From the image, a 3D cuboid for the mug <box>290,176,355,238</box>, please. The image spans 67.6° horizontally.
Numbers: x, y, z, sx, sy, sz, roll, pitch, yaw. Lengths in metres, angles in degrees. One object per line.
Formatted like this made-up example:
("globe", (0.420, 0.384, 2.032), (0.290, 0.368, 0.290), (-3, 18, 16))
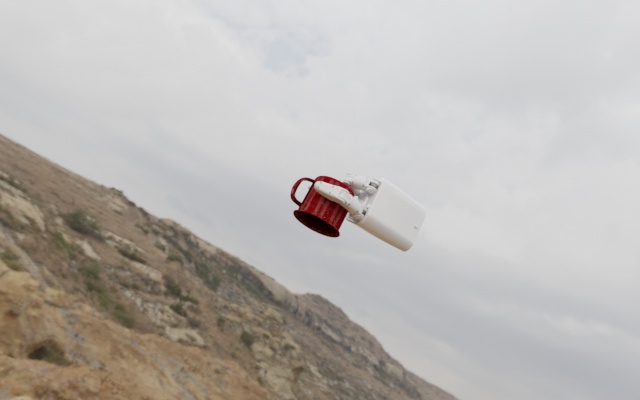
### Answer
("mug", (-0.001, 0.002, 0.857), (0.117, 0.081, 0.093), (33, -20, -14))
